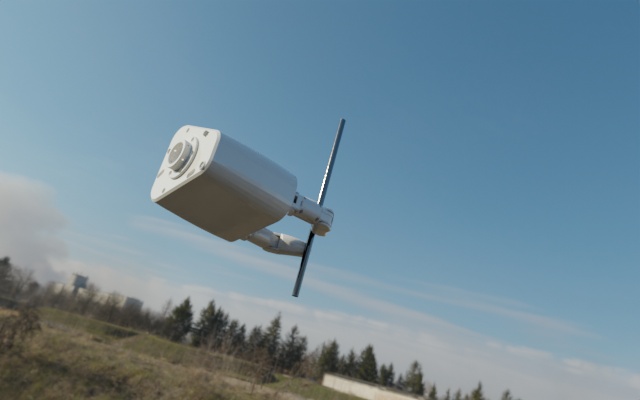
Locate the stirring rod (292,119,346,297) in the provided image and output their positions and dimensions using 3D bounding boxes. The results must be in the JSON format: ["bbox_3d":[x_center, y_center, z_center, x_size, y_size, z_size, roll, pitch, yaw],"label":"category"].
[{"bbox_3d":[0.000,0.002,0.593,0.011,0.239,0.011,13,-21,5],"label":"stirring rod"}]
